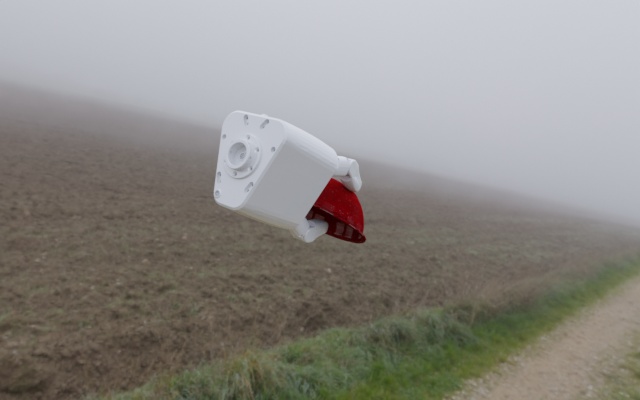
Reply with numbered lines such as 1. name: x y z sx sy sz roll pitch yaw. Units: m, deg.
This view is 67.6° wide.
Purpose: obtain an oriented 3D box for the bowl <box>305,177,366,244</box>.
1. bowl: 0.001 0.002 0.679 0.162 0.055 0.162 24 -13 6
